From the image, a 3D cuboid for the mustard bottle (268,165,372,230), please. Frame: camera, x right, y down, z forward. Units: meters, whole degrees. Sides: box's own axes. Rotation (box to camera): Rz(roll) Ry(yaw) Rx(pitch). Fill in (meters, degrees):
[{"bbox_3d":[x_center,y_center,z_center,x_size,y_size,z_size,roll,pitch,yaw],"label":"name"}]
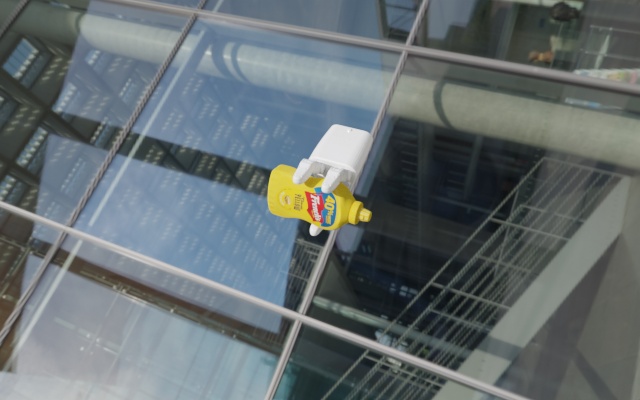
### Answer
[{"bbox_3d":[0.000,0.003,0.866,0.191,0.096,0.058,16,29,18],"label":"mustard bottle"}]
